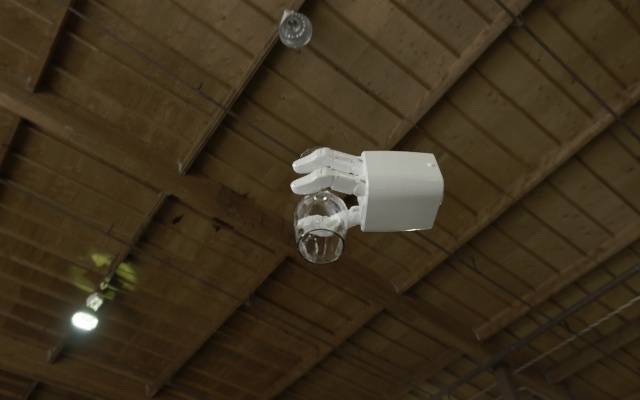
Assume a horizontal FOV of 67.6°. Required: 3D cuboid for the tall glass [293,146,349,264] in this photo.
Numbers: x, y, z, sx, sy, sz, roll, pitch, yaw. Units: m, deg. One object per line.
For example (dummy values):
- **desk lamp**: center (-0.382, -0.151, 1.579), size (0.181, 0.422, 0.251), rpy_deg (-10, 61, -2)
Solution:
- **tall glass**: center (0.000, 0.002, 0.698), size (0.079, 0.079, 0.201), rpy_deg (0, 36, 0)
